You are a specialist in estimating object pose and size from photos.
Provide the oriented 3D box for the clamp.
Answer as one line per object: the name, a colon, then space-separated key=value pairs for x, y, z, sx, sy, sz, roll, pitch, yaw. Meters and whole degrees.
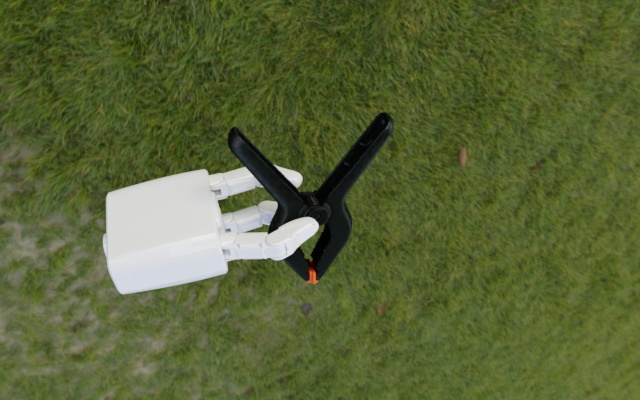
clamp: x=0.000 y=0.003 z=0.511 sx=0.164 sy=0.210 sz=0.036 roll=-13 pitch=37 yaw=-10
